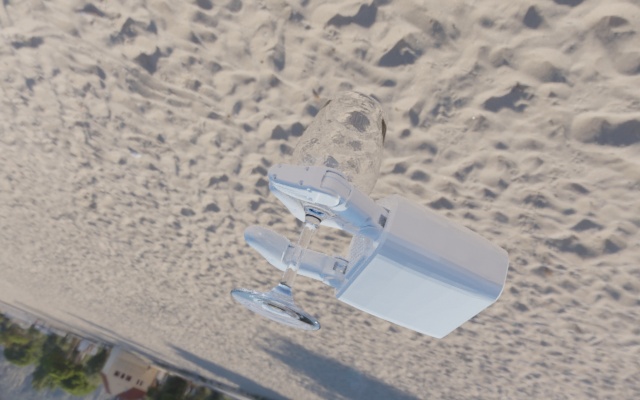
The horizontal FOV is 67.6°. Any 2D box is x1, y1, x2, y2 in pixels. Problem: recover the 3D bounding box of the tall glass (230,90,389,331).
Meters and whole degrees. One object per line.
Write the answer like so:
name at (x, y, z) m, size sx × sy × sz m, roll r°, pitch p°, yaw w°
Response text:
tall glass at (0.000, 0.002, 0.406) m, size 0.079 × 0.201 × 0.079 m, roll 18°, pitch -25°, yaw 9°
